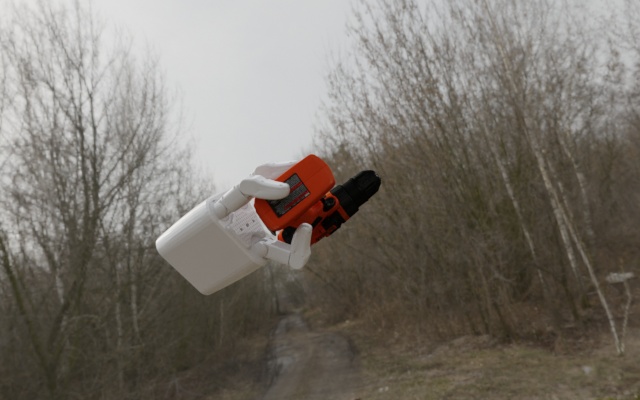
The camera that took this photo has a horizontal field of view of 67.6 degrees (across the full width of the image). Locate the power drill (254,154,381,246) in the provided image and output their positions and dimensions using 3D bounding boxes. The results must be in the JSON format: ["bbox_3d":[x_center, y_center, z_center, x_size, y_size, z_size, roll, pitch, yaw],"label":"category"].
[{"bbox_3d":[0.000,0.002,0.660,0.184,0.057,0.188,-39,-21,2],"label":"power drill"}]
